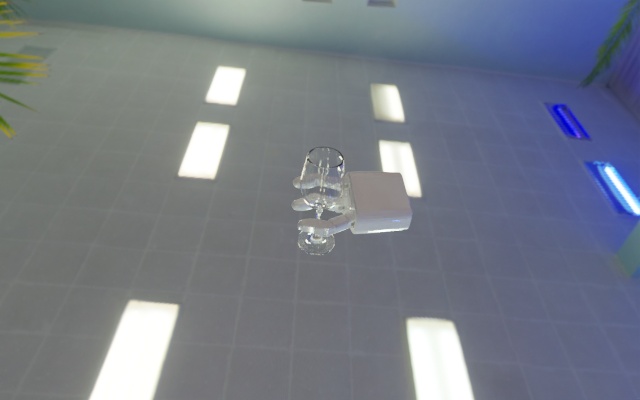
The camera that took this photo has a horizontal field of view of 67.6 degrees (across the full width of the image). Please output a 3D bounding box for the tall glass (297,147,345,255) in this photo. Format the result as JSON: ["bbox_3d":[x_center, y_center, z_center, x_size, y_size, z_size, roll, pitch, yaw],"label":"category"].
[{"bbox_3d":[0.000,0.003,0.860,0.079,0.201,0.079,3,41,-3],"label":"tall glass"}]
